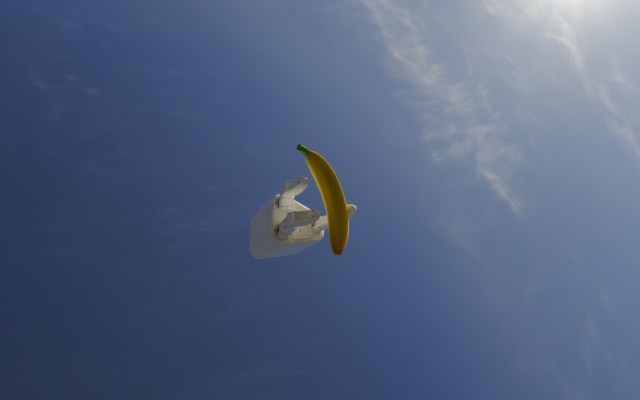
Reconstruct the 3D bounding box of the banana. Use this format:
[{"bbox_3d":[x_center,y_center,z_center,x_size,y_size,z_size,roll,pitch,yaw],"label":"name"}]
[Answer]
[{"bbox_3d":[0.013,-0.003,0.817,0.069,0.197,0.037,-11,-15,-42],"label":"banana"}]
